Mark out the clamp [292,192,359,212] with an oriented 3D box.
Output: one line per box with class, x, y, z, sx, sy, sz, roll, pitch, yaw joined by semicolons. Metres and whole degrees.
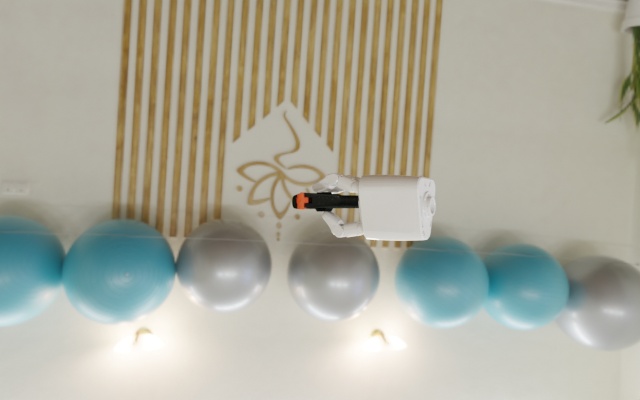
clamp;0.000;0.004;0.895;0.164;0.036;0.210;-2;-2;31
